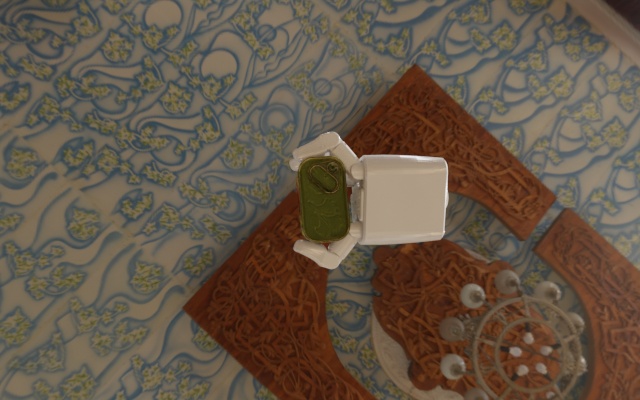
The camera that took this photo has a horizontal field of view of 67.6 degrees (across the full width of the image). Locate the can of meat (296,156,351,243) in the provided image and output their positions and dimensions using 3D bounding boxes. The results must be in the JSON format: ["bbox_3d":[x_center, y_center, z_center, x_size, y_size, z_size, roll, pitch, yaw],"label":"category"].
[{"bbox_3d":[0.000,0.002,0.600,0.057,0.102,0.084,-5,-5,-6],"label":"can of meat"}]
